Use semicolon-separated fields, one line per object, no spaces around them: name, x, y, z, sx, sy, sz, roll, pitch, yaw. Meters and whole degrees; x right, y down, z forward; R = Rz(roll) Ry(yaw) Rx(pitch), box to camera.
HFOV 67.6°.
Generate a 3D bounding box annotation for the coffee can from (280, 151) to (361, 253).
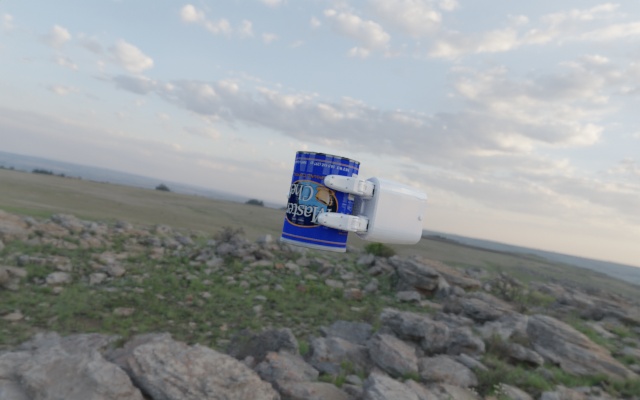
coffee can;0.000;0.003;0.740;0.103;0.140;0.103;10;-1;0
